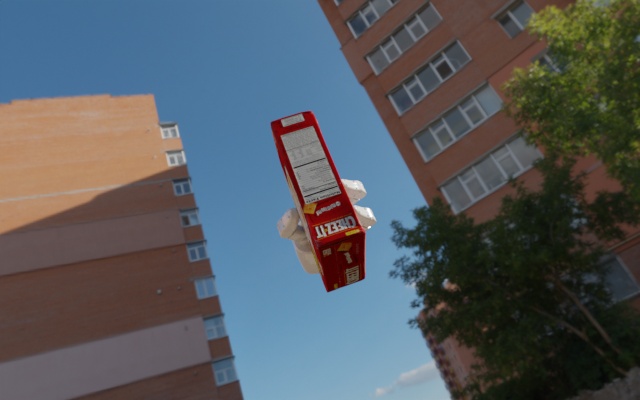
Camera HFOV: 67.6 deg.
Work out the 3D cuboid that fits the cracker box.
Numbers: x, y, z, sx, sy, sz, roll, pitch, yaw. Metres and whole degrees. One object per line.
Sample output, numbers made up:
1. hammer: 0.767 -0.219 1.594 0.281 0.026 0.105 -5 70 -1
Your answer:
1. cracker box: 0.000 0.002 0.696 0.072 0.213 0.164 -19 -30 -5
